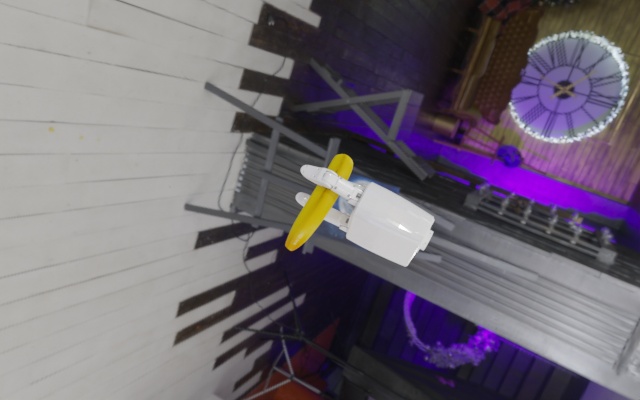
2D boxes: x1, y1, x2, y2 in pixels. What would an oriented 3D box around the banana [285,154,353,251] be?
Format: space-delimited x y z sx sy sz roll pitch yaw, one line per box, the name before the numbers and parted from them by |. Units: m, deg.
banana | 0.007 -0.009 0.726 0.037 0.197 0.070 31 -34 -1
